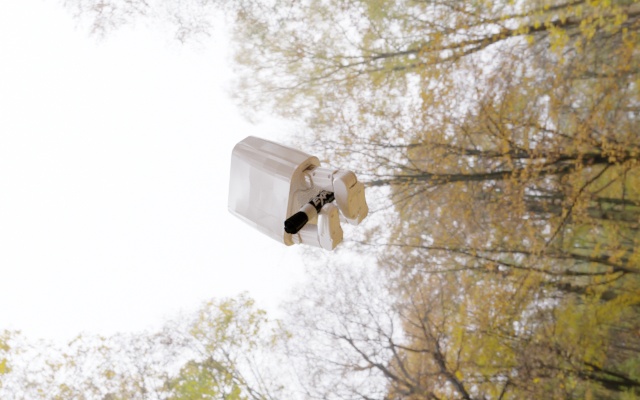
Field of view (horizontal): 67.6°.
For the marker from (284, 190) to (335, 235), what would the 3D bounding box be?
[{"bbox_3d":[0.000,0.002,0.544,0.020,0.020,0.121,0,30,43],"label":"marker"}]
